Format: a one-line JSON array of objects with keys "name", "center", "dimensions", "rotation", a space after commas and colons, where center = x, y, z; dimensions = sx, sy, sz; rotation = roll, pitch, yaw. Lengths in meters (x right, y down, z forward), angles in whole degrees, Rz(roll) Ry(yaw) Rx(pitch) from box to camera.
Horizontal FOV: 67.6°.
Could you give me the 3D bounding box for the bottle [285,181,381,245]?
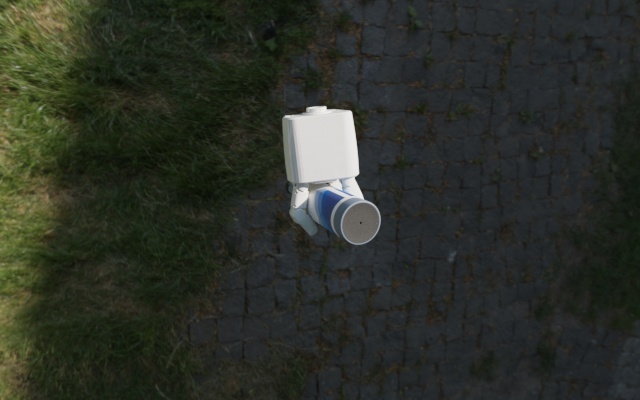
[{"name": "bottle", "center": [0.000, 0.003, 0.825], "dimensions": [0.069, 0.069, 0.295], "rotation": [0, 12, -24]}]
